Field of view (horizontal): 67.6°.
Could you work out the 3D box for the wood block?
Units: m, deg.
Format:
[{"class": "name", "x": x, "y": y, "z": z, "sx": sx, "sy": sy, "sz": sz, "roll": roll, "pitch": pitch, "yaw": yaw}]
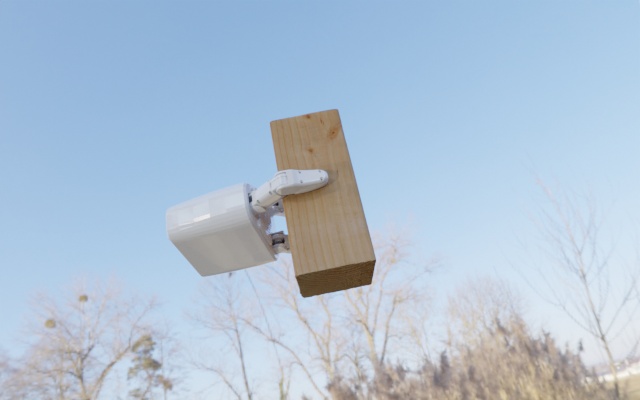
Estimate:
[{"class": "wood block", "x": 0.000, "y": 0.002, "z": 0.589, "sx": 0.090, "sy": 0.206, "sz": 0.091, "roll": -11, "pitch": -27, "yaw": -2}]
